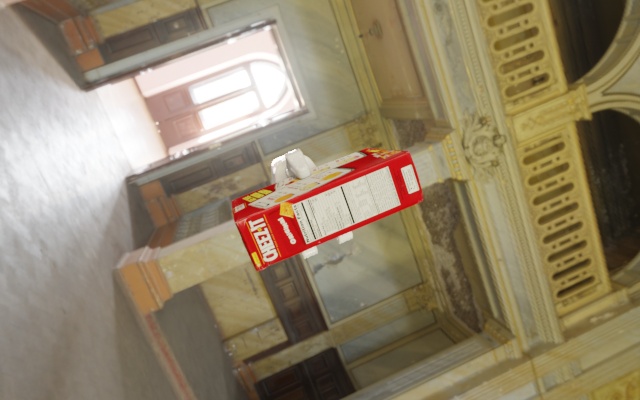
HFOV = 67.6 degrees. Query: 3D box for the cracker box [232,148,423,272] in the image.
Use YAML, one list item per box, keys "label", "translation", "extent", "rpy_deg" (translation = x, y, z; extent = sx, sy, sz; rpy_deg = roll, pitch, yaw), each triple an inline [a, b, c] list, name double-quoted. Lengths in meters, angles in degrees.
- label: "cracker box"
  translation: [0.000, 0.002, 0.609]
  extent: [0.213, 0.072, 0.164]
  rpy_deg: [-23, 12, -8]
